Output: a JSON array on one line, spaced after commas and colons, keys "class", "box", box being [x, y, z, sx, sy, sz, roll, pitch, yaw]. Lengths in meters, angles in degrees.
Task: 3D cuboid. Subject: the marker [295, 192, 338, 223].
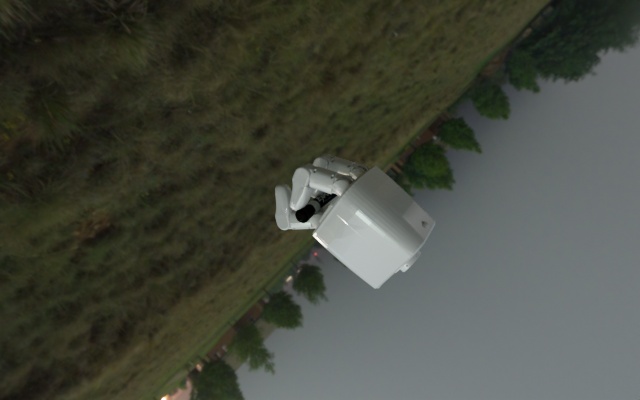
[{"class": "marker", "box": [0.000, 0.002, 0.625, 0.020, 0.020, 0.121, 0, 18, 25]}]
